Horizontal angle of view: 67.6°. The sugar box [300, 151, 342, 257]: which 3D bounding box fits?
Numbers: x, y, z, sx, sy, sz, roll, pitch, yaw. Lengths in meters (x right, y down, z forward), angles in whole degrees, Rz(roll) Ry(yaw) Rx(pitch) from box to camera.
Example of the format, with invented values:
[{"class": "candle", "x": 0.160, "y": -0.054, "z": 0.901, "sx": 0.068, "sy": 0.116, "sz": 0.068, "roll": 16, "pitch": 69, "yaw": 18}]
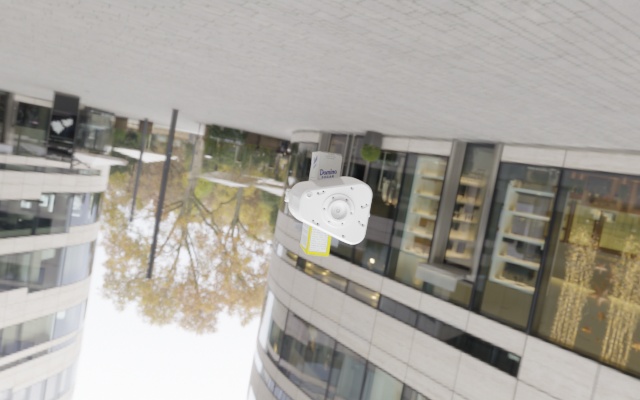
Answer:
[{"class": "sugar box", "x": 0.001, "y": 0.003, "z": 0.843, "sx": 0.048, "sy": 0.176, "sz": 0.093, "roll": 10, "pitch": 4, "yaw": -11}]
